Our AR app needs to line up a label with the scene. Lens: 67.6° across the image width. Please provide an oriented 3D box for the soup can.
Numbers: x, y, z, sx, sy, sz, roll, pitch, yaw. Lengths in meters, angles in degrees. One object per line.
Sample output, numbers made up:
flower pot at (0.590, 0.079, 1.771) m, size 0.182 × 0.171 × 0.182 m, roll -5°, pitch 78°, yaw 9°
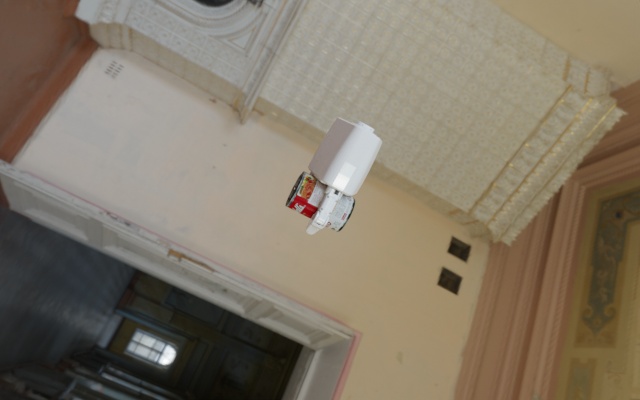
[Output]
soup can at (0.000, 0.003, 0.823) m, size 0.102 × 0.068 × 0.068 m, roll 27°, pitch -5°, yaw -10°
